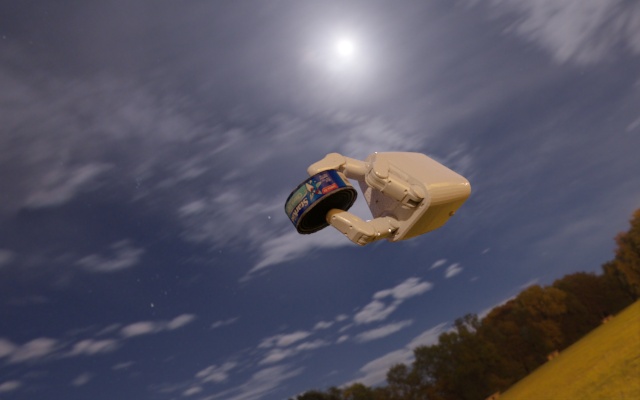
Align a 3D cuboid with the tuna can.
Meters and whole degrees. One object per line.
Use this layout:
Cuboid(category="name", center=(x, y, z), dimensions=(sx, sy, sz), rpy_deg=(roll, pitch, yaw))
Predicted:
Cuboid(category="tuna can", center=(0.000, 0.001, 0.573), dimensions=(0.086, 0.033, 0.086), rpy_deg=(-29, -23, -14))
